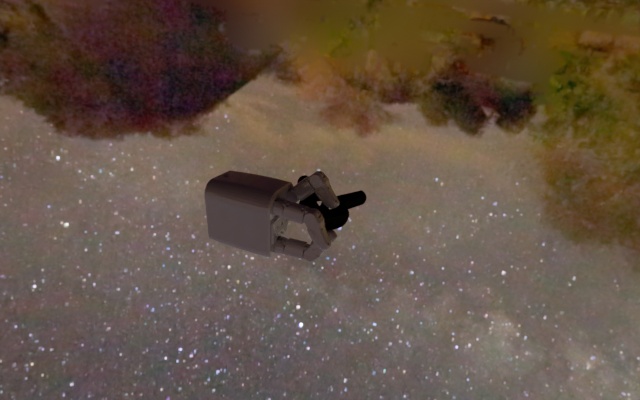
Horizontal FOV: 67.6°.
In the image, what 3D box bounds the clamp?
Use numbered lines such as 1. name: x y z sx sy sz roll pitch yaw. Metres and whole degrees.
1. clamp: 0.000 0.003 0.759 0.120 0.039 0.171 13 19 14
